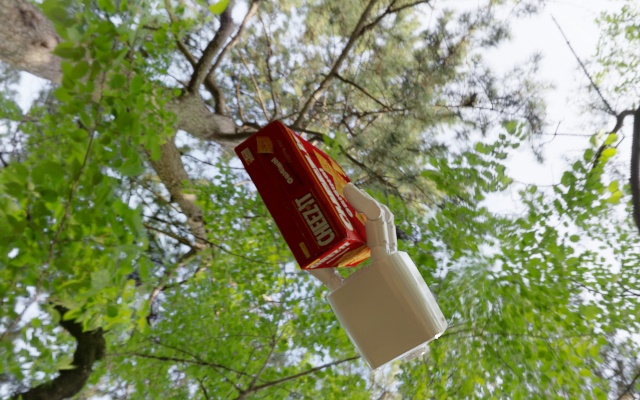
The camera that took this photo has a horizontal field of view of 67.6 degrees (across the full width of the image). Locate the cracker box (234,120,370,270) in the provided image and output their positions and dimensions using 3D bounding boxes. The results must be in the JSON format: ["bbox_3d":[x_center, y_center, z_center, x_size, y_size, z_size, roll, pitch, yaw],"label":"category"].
[{"bbox_3d":[0.000,0.002,0.617,0.072,0.164,0.214,-35,-16,11],"label":"cracker box"}]
